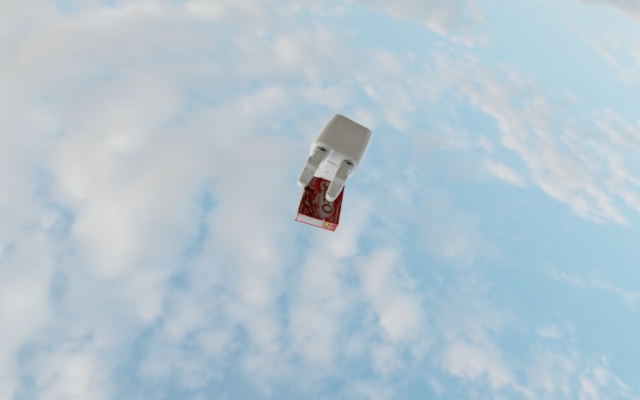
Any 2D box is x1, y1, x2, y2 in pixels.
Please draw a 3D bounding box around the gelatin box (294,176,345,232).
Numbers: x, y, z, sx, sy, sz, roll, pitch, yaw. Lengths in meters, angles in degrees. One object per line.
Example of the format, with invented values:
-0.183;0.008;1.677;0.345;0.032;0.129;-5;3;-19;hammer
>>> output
0.000;0.003;0.831;0.073;0.089;0.030;17;-35;-7;gelatin box
